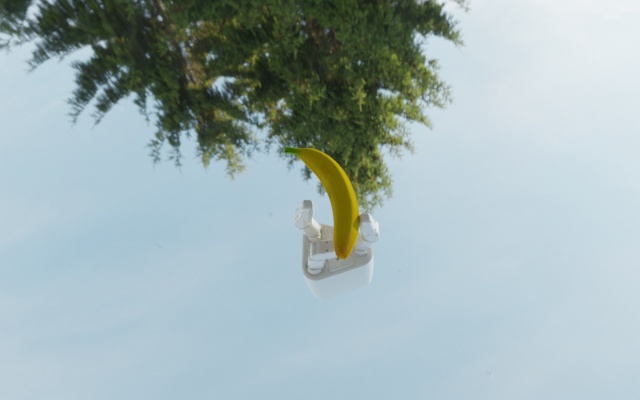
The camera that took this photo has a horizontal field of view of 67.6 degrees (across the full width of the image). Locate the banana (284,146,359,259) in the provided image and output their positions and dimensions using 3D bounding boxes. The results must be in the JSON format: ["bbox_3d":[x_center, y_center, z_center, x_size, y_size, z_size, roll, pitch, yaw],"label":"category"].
[{"bbox_3d":[0.016,-0.007,0.684,0.069,0.197,0.037,-22,-29,-11],"label":"banana"}]
